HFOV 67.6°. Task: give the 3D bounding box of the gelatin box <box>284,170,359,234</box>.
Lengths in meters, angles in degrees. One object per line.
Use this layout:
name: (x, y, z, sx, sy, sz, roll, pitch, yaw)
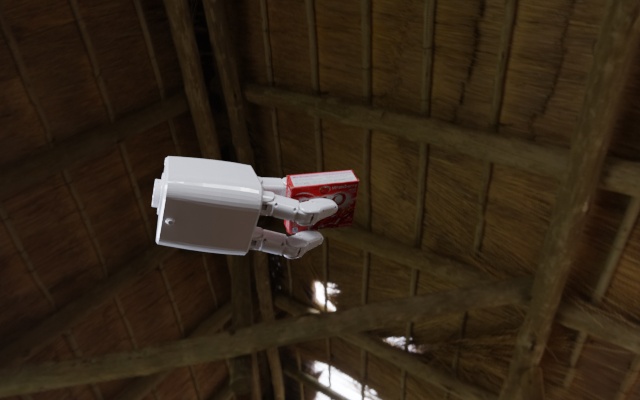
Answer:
gelatin box: (0.000, 0.002, 0.607, 0.089, 0.073, 0.030, -6, 38, -16)
